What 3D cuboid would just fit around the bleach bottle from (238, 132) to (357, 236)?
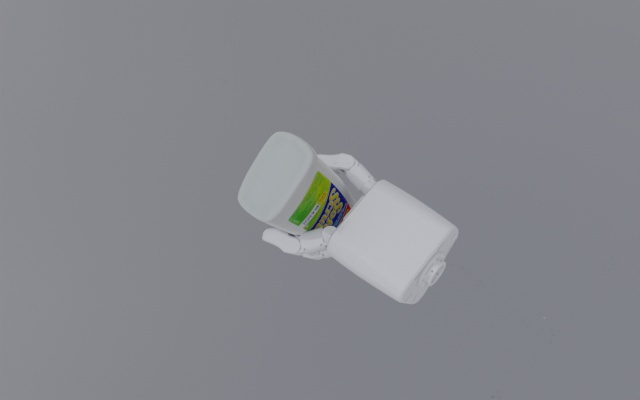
[{"bbox_3d":[0.000,0.002,0.618,0.068,0.102,0.251,34,3,28],"label":"bleach bottle"}]
